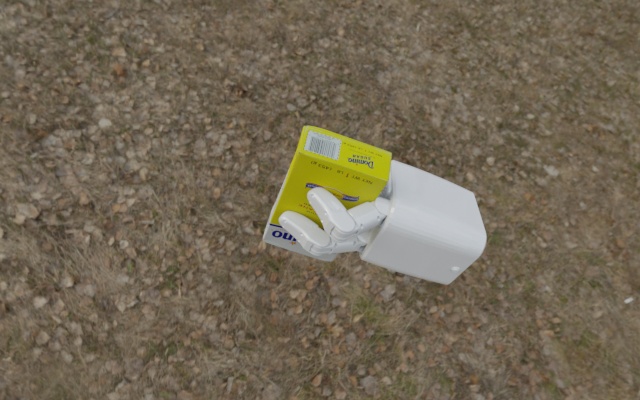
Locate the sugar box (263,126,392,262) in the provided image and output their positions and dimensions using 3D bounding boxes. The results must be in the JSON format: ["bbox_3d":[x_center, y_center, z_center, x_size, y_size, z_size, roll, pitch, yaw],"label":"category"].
[{"bbox_3d":[0.000,0.002,0.524,0.093,0.048,0.176,18,-40,-7],"label":"sugar box"}]
